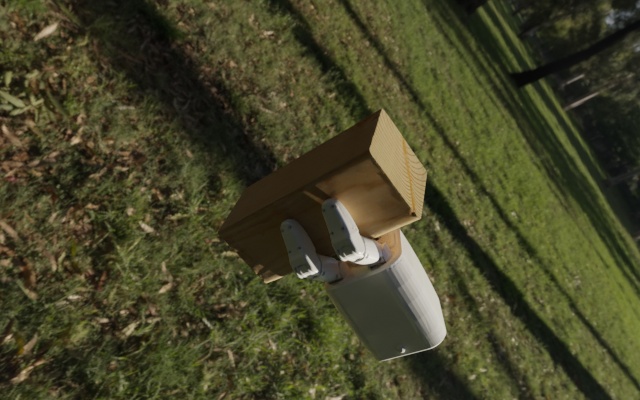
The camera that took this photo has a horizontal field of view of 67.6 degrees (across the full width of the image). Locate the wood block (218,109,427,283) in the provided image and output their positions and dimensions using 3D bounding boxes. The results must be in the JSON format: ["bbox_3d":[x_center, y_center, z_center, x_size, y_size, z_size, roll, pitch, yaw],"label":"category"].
[{"bbox_3d":[0.001,0.002,0.520,0.206,0.090,0.090,-27,24,31],"label":"wood block"}]
